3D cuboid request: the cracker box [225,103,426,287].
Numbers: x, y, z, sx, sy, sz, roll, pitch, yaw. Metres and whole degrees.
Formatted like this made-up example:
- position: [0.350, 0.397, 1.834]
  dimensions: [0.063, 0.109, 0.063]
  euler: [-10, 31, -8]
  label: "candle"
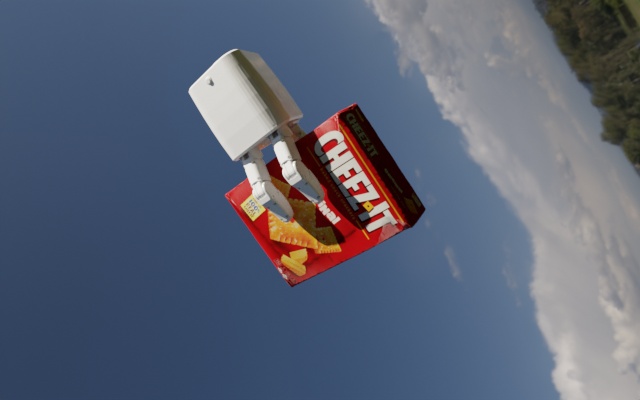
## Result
- position: [0.000, 0.002, 0.631]
  dimensions: [0.214, 0.164, 0.072]
  euler: [-31, 5, 33]
  label: "cracker box"
